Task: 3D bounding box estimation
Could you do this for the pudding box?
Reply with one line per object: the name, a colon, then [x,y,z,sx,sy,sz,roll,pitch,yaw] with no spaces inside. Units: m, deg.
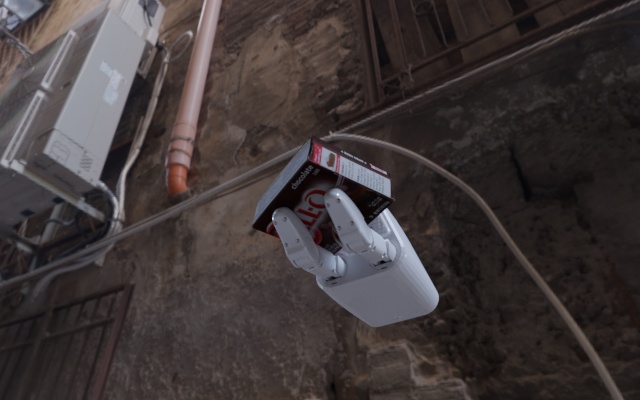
pudding box: [0.000,0.001,0.448,0.090,0.039,0.113,23,-47,-21]
